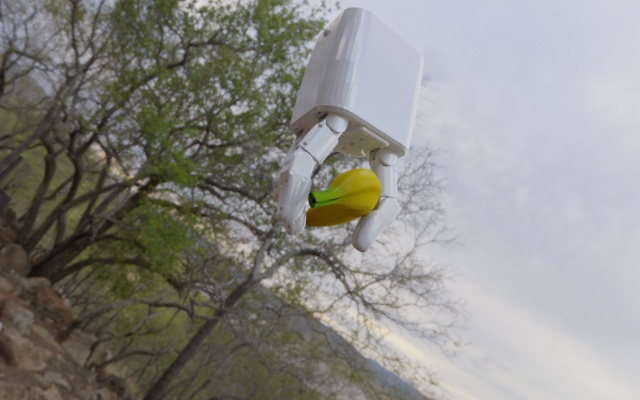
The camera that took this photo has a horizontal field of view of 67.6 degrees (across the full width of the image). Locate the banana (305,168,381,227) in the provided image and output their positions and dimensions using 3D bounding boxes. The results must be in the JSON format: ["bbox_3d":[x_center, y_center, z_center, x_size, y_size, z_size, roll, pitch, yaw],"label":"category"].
[{"bbox_3d":[0.019,-0.001,0.453,0.069,0.037,0.198,-6,-9,-4],"label":"banana"}]
